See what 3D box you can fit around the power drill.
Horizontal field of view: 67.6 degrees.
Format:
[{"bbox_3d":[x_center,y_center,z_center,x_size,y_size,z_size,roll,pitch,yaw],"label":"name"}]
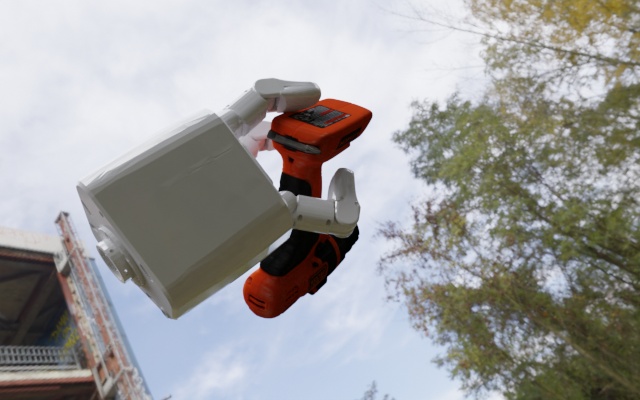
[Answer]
[{"bbox_3d":[0.000,0.001,0.463,0.057,0.188,0.184,20,29,22],"label":"power drill"}]
